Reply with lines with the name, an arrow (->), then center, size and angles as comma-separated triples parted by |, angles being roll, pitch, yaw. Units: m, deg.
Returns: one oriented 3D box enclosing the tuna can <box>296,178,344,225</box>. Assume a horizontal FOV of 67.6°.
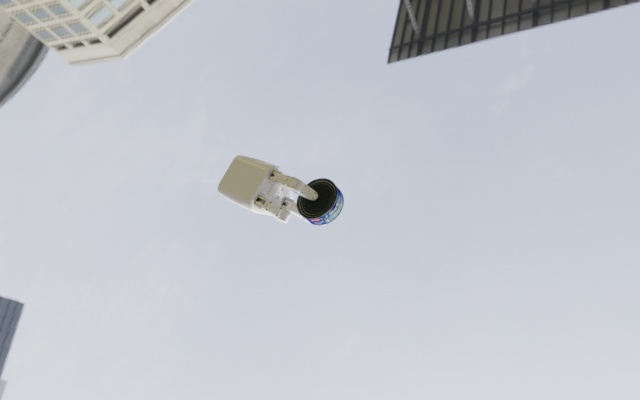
tuna can -> 0.000, 0.003, 0.894 | 0.086, 0.086, 0.034 | 0, -28, 32
